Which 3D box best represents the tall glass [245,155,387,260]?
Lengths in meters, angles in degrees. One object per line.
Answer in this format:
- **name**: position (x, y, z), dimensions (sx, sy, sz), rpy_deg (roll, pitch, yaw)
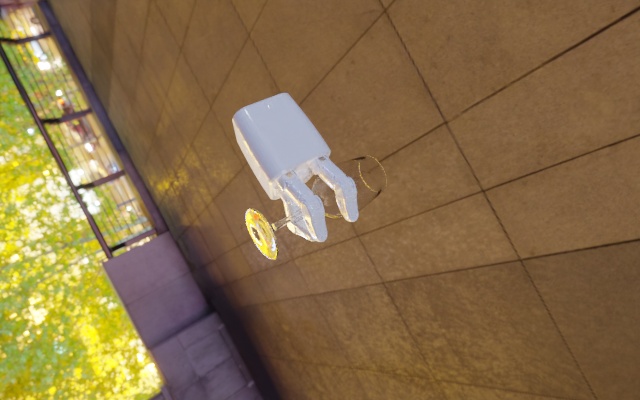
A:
- **tall glass**: position (0.000, 0.003, 0.663), dimensions (0.201, 0.079, 0.079), rpy_deg (-28, 14, -28)
